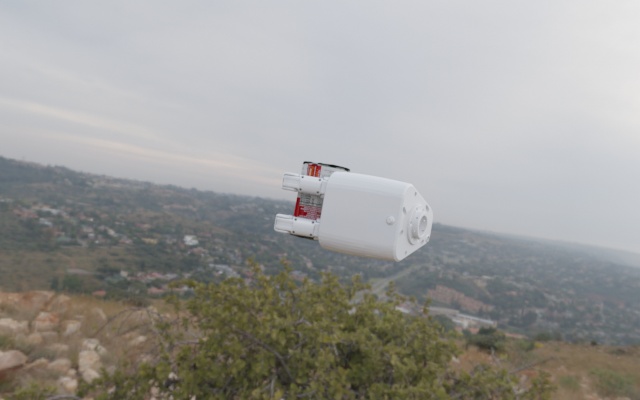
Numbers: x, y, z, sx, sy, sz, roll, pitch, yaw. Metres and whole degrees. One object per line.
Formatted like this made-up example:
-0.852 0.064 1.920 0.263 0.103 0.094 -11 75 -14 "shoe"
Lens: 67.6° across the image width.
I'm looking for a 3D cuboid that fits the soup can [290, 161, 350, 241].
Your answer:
0.000 0.002 0.652 0.068 0.102 0.068 10 0 0 "soup can"
